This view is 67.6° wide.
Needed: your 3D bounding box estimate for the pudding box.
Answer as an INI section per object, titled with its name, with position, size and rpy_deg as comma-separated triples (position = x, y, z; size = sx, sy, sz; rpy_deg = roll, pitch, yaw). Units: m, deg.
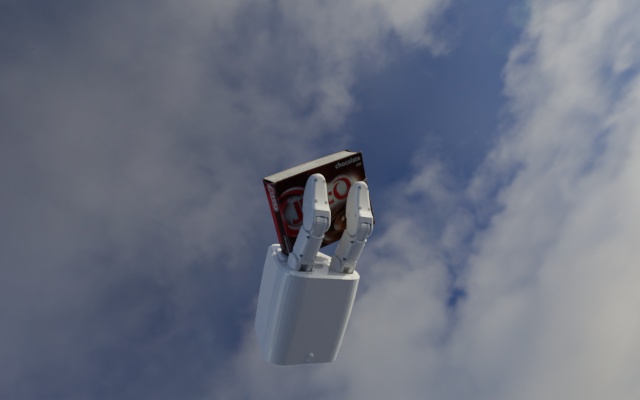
[pudding box]
position = 0.000, 0.002, 0.533
size = 0.113, 0.090, 0.039
rpy_deg = -23, 23, -25
